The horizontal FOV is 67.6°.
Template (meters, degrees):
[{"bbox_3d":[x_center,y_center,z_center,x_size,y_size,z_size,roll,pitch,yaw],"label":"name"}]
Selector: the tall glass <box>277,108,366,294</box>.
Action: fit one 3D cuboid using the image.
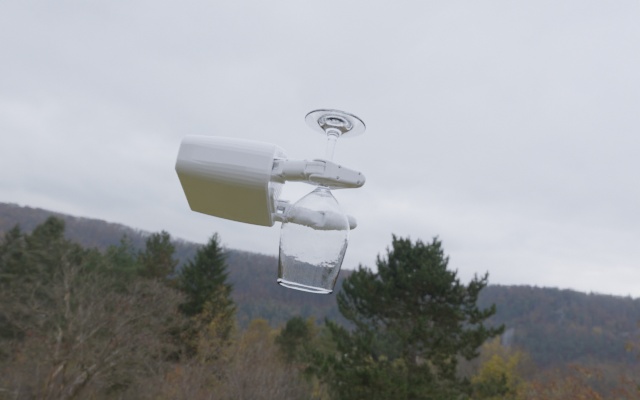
[{"bbox_3d":[0.000,0.001,0.546,0.079,0.201,0.079,9,-15,3],"label":"tall glass"}]
